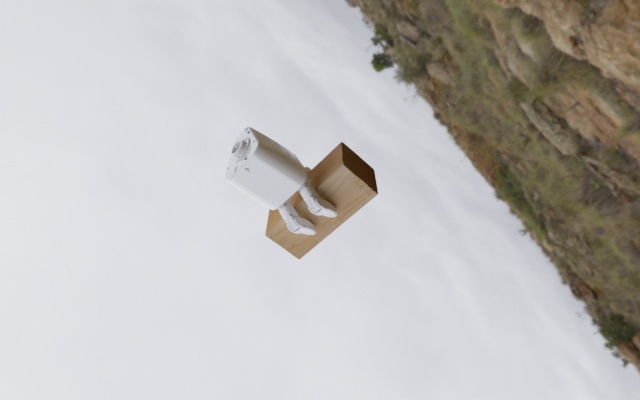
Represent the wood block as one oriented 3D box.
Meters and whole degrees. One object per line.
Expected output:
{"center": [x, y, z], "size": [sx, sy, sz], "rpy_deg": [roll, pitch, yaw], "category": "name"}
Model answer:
{"center": [0.000, 0.003, 0.889], "size": [0.090, 0.206, 0.090], "rpy_deg": [38, 27, -22], "category": "wood block"}
